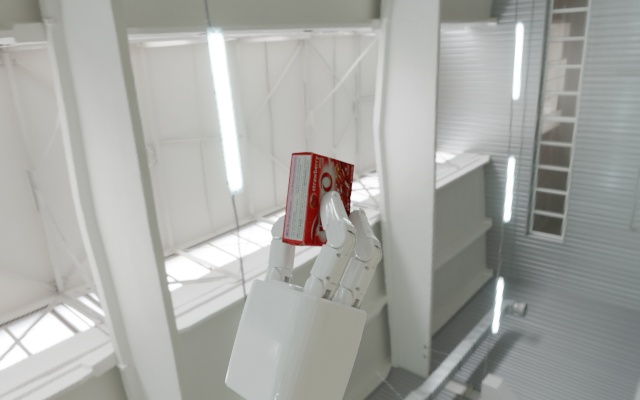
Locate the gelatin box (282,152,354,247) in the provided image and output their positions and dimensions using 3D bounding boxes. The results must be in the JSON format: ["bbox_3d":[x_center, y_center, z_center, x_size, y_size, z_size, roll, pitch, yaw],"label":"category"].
[{"bbox_3d":[0.000,0.001,0.474,0.030,0.089,0.073,4,-3,37],"label":"gelatin box"}]
